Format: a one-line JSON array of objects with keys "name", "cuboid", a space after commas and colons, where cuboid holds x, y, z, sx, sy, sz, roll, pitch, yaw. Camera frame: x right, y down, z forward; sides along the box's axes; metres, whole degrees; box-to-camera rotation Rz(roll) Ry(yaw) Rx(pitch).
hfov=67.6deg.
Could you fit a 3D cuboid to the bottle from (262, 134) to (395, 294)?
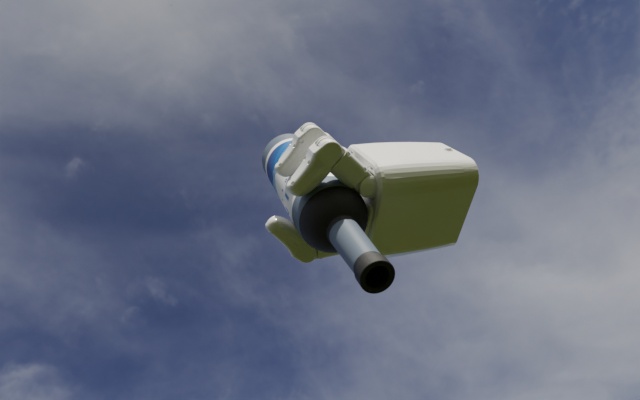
[{"name": "bottle", "cuboid": [0.000, 0.001, 0.470, 0.069, 0.069, 0.295, 0, 21, -17]}]
